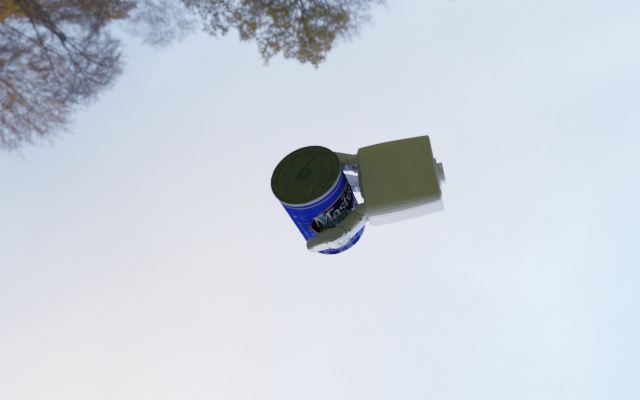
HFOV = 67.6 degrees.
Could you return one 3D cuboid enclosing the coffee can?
[{"bbox_3d":[0.000,0.002,0.708,0.103,0.102,0.140,0,-35,23],"label":"coffee can"}]
